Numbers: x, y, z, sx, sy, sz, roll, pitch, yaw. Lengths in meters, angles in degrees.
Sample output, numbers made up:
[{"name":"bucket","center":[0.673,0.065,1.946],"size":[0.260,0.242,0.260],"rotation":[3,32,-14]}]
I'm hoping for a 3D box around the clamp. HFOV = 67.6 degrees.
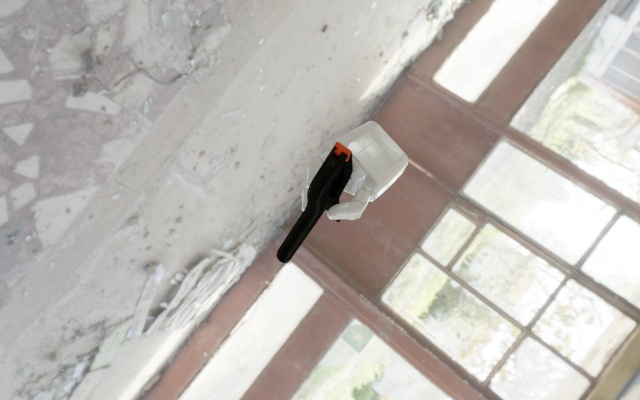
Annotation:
[{"name":"clamp","center":[0.001,0.002,0.751],"size":[0.036,0.210,0.164],"rotation":[36,50,18]}]
